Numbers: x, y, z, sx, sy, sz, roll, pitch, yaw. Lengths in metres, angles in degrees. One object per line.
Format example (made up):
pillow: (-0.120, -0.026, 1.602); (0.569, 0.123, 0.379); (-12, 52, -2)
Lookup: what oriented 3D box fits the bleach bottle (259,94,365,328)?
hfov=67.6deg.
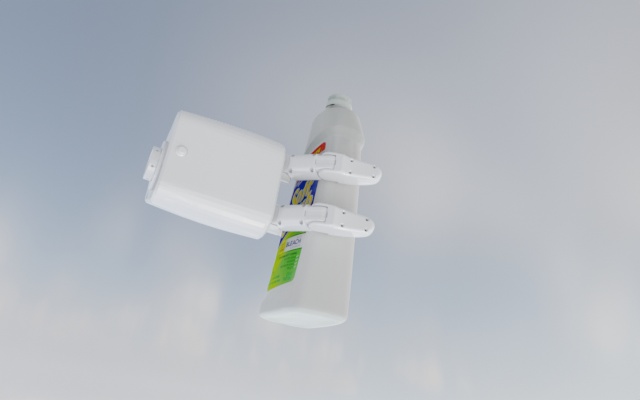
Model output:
bleach bottle: (0.000, 0.002, 0.508); (0.068, 0.250, 0.102); (19, -25, -23)
